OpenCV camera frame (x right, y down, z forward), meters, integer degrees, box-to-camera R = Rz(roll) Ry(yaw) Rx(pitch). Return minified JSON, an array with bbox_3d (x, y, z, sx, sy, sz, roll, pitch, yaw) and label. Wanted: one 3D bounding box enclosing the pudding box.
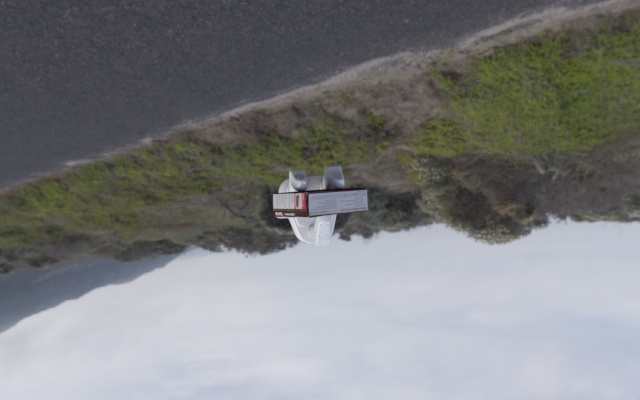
[{"bbox_3d":[0.000,0.002,0.692,0.113,0.039,0.090,-7,3,-37],"label":"pudding box"}]
